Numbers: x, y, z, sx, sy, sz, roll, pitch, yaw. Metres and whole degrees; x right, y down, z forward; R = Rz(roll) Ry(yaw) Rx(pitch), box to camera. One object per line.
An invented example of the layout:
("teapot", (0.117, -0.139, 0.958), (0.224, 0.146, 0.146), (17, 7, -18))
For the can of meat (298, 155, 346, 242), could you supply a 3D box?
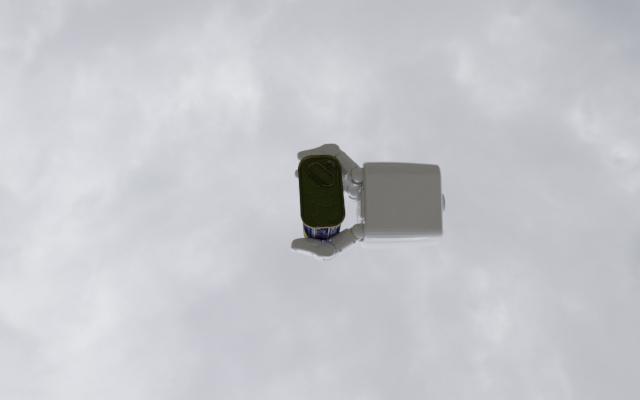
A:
("can of meat", (0.000, 0.002, 0.648), (0.057, 0.102, 0.084), (-3, -22, -3))
